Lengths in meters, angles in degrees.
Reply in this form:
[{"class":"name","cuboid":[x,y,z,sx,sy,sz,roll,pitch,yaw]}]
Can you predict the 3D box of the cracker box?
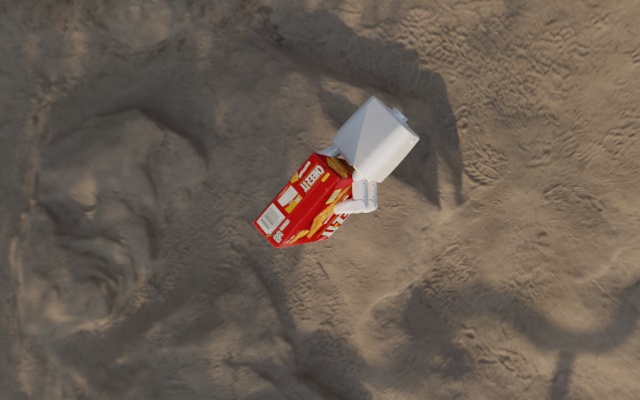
[{"class":"cracker box","cuboid":[0.000,0.003,0.863,0.072,0.164,0.214,46,16,17]}]
